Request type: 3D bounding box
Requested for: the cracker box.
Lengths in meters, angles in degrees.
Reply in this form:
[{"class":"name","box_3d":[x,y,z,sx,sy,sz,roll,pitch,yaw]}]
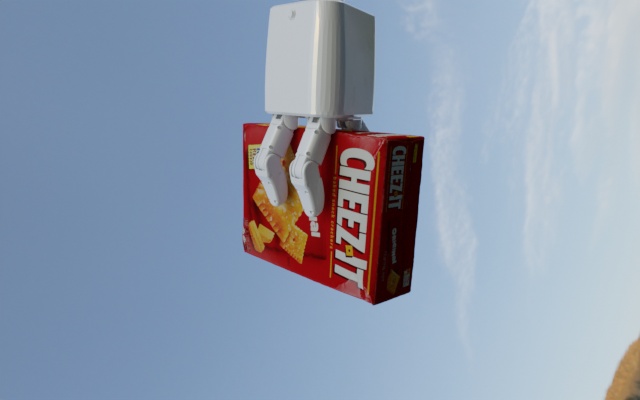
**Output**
[{"class":"cracker box","box_3d":[0.000,0.002,0.529,0.072,0.164,0.213,-10,17,-44]}]
